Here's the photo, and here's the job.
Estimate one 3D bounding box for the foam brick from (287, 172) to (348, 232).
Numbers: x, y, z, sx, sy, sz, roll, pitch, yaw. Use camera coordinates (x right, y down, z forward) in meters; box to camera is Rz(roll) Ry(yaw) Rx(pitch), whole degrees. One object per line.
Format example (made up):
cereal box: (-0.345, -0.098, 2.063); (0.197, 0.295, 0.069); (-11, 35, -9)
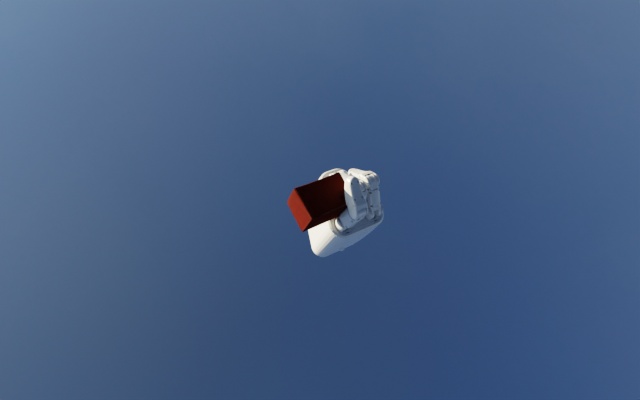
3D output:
foam brick: (0.000, 0.002, 0.687); (0.078, 0.053, 0.051); (-21, -16, -27)
